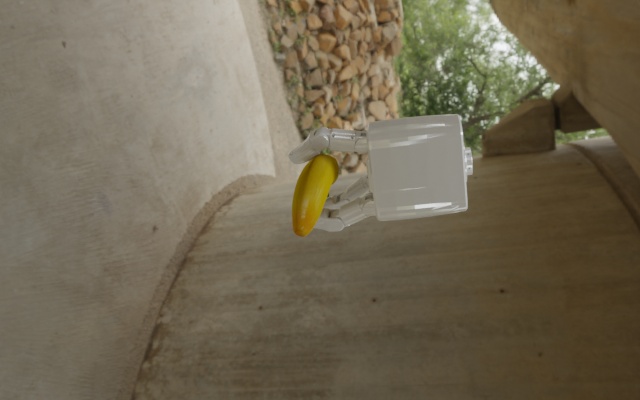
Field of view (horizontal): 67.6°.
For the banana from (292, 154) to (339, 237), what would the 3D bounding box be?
[{"bbox_3d":[-0.001,-0.017,0.563,0.037,0.069,0.197,-3,12,11],"label":"banana"}]
